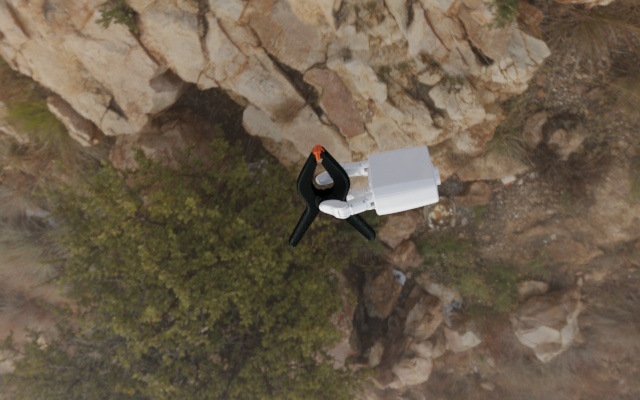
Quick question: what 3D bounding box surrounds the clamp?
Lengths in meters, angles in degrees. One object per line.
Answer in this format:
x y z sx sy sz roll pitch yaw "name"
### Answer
0.000 0.003 0.860 0.164 0.210 0.036 -12 30 8 "clamp"
